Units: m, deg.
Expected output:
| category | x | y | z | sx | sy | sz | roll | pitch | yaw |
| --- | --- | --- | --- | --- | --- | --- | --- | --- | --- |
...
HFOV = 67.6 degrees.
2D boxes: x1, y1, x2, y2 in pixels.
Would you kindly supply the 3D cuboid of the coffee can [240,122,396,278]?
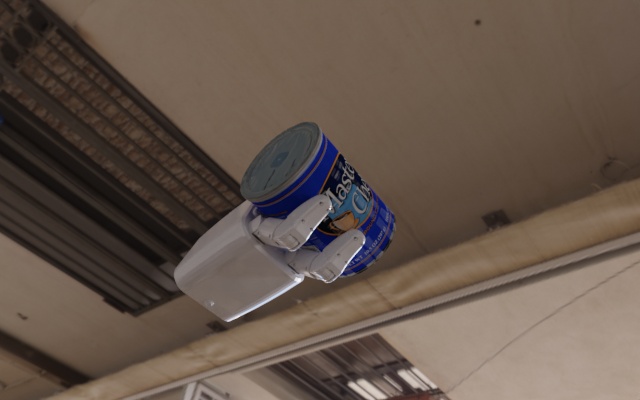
| category | x | y | z | sx | sy | sz | roll | pitch | yaw |
| --- | --- | --- | --- | --- | --- | --- | --- | --- | --- |
| coffee can | 0.000 | 0.001 | 0.509 | 0.103 | 0.102 | 0.140 | 0 | -39 | 51 |
